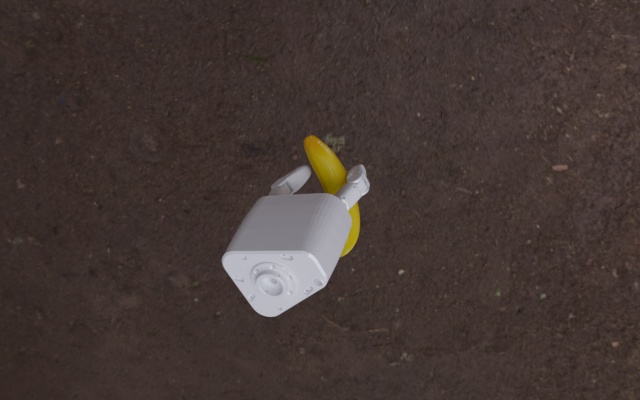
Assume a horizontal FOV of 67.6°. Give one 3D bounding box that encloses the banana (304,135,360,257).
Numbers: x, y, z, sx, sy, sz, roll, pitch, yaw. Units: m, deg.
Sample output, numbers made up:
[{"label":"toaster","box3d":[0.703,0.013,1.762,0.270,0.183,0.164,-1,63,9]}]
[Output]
[{"label":"banana","box3d":[0.018,0.007,0.633,0.069,0.198,0.037,7,35,19]}]
